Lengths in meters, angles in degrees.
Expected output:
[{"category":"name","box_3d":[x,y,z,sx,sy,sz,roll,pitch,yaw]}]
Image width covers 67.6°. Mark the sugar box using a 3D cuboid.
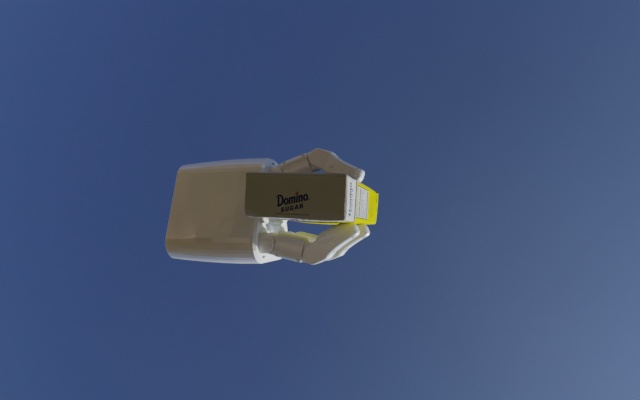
[{"category":"sugar box","box_3d":[0.000,0.002,0.485,0.093,0.048,0.176,2,-1,16]}]
